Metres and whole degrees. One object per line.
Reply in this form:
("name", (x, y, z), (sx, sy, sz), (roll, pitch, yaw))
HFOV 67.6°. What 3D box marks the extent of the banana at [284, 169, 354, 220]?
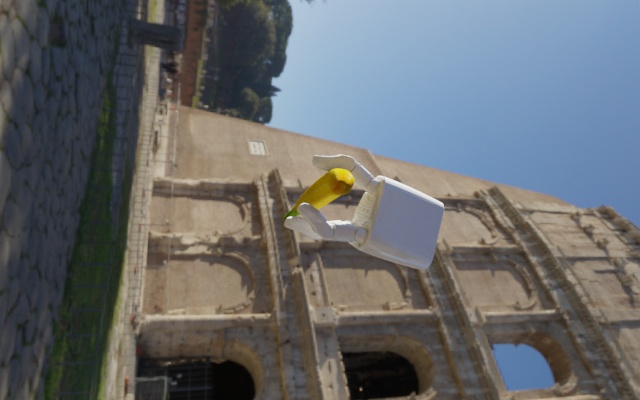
("banana", (0.008, -0.011, 0.675), (0.037, 0.069, 0.198), (38, -27, -9))
